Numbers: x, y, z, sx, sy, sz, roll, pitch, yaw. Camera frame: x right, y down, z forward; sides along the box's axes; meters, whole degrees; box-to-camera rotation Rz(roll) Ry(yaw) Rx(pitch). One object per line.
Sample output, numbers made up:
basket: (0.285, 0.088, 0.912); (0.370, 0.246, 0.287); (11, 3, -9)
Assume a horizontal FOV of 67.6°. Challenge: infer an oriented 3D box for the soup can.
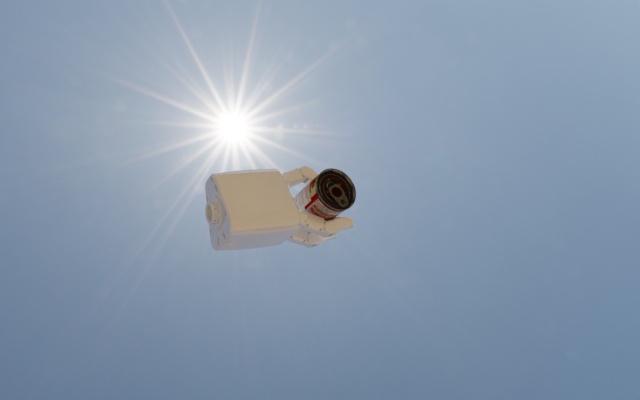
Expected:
soup can: (0.000, 0.002, 0.743); (0.068, 0.068, 0.102); (0, -23, -31)
